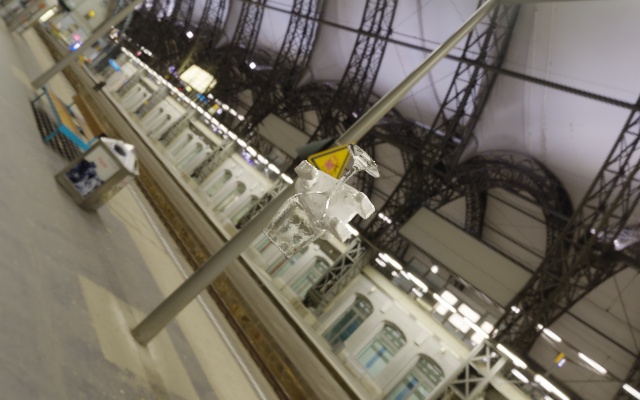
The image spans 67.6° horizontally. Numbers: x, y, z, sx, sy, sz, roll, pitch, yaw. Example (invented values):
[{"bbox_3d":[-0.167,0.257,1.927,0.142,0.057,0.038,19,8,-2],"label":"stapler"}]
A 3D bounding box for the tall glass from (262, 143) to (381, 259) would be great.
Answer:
[{"bbox_3d":[0.001,0.002,0.766,0.201,0.079,0.079,-44,7,-8],"label":"tall glass"}]
